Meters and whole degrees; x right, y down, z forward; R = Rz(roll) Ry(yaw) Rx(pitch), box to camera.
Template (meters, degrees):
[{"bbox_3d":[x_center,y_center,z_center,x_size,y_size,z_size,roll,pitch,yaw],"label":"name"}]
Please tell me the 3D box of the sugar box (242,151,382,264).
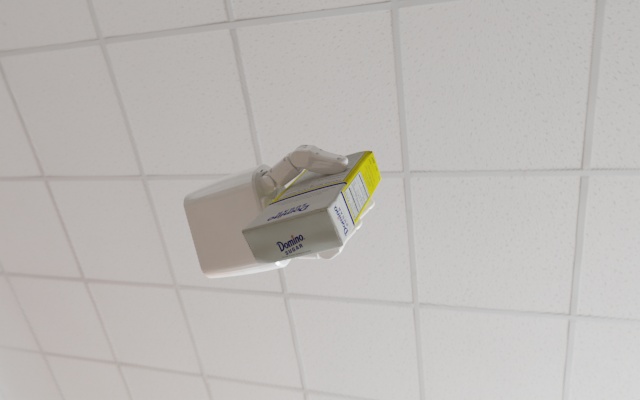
[{"bbox_3d":[0.000,0.002,0.500,0.093,0.048,0.176,-16,19,25],"label":"sugar box"}]
